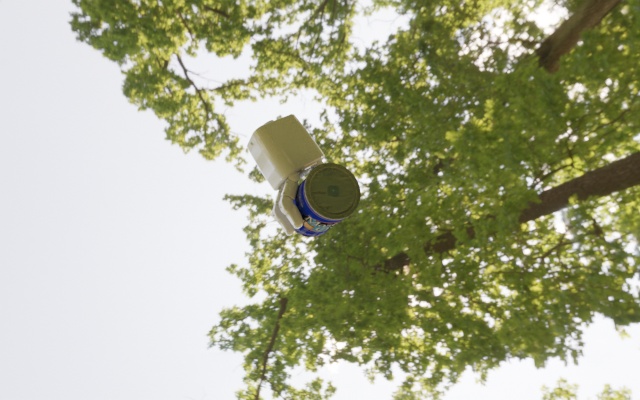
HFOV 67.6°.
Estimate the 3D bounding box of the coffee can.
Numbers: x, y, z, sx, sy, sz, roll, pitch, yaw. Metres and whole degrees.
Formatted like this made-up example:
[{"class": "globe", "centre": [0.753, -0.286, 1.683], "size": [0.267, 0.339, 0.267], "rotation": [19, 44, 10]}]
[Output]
[{"class": "coffee can", "centre": [0.000, 0.003, 0.881], "size": [0.103, 0.102, 0.140], "rotation": [0, -17, -20]}]
